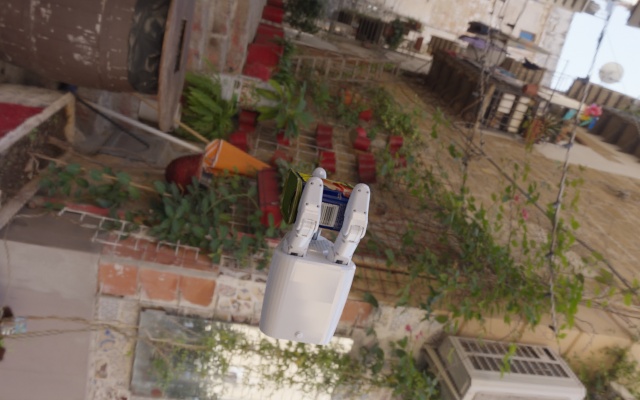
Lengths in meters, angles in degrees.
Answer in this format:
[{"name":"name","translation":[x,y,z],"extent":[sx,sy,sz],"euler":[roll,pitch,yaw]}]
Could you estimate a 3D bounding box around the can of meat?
[{"name":"can of meat","translation":[0.000,0.002,0.586],"extent":[0.084,0.057,0.102],"euler":[12,10,-13]}]
